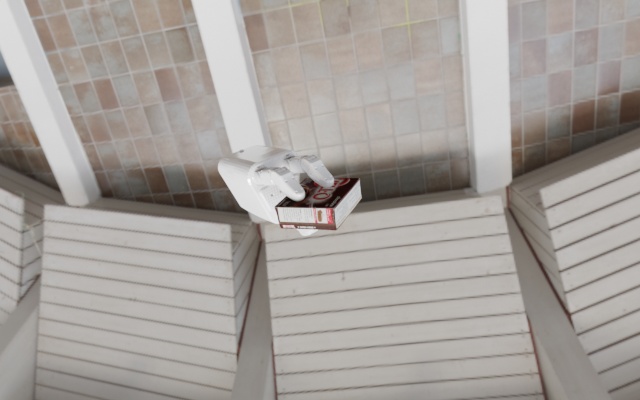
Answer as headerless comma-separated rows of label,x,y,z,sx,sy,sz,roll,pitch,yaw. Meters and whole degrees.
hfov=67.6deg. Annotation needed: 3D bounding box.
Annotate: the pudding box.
pudding box,0.000,0.002,0.685,0.090,0.039,0.113,0,26,24
